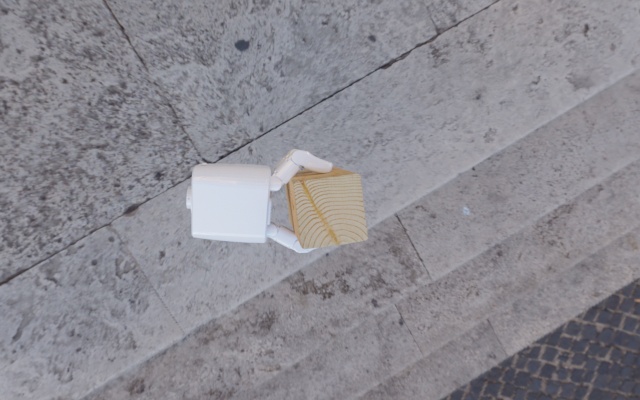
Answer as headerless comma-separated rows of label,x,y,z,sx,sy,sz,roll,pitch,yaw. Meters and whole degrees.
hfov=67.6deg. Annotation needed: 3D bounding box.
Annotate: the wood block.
wood block,0.000,0.003,0.710,0.090,0.091,0.206,-8,8,-7
